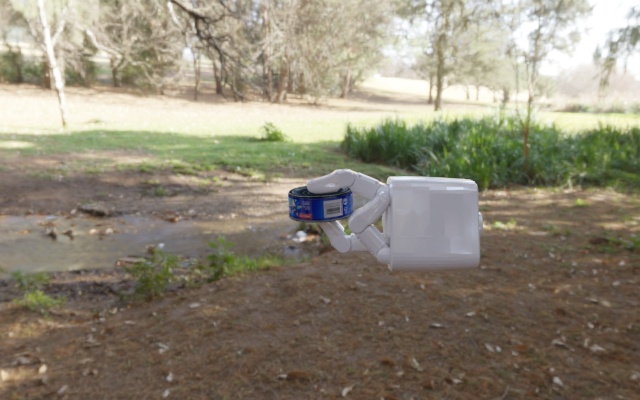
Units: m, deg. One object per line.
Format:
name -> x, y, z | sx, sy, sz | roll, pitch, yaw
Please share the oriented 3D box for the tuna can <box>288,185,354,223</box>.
tuna can -> 0.000, 0.001, 0.626 | 0.086, 0.034, 0.086 | -3, 13, 1
